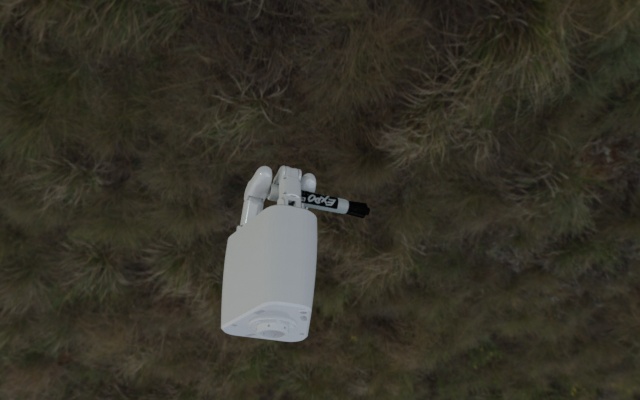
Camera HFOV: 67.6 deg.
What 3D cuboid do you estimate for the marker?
[{"bbox_3d":[0.000,0.002,0.548,0.121,0.020,0.020,12,-3,-16],"label":"marker"}]
